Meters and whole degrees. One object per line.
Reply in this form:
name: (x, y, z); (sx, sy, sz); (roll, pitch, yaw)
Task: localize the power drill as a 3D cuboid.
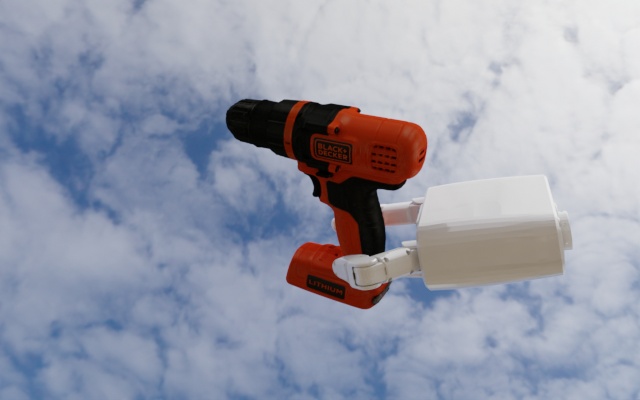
power drill: (0.000, 0.002, 0.438); (0.184, 0.188, 0.057); (15, 38, 26)
